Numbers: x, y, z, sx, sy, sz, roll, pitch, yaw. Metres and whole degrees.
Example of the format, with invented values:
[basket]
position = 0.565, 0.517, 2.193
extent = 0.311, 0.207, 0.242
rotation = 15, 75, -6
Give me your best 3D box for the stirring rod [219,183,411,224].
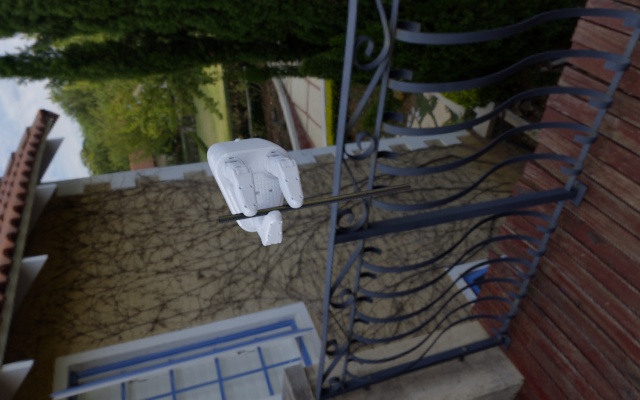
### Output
[stirring rod]
position = 0.000, 0.002, 0.568
extent = 0.239, 0.011, 0.011
rotation = -10, 3, -18
